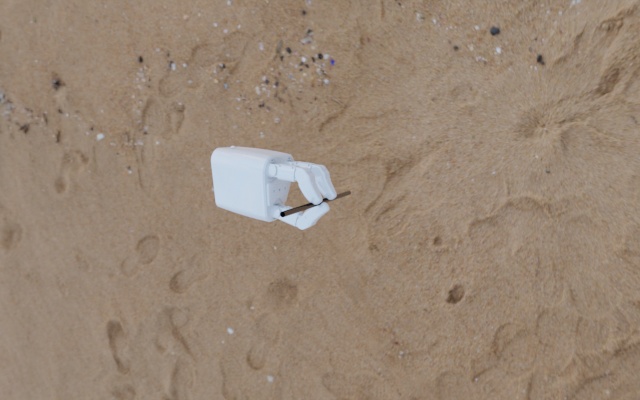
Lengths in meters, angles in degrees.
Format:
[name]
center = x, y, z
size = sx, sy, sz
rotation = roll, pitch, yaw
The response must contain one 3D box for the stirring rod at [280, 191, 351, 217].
[stirring rod]
center = 0.000, 0.002, 0.743
size = 0.011, 0.011, 0.239
rotation = 0, 8, 25
